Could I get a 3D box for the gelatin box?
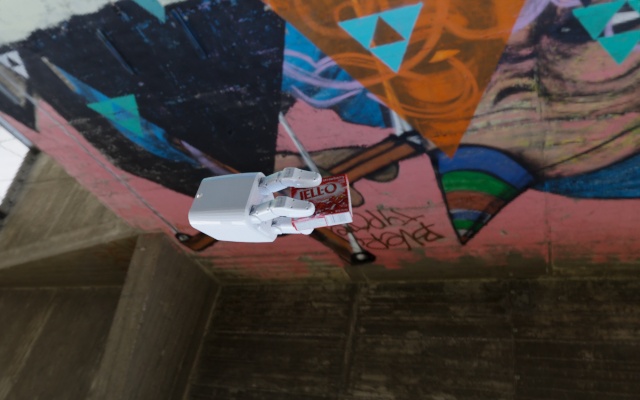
[{"bbox_3d":[0.001,0.003,0.714,0.089,0.073,0.030,-10,-39,8],"label":"gelatin box"}]
